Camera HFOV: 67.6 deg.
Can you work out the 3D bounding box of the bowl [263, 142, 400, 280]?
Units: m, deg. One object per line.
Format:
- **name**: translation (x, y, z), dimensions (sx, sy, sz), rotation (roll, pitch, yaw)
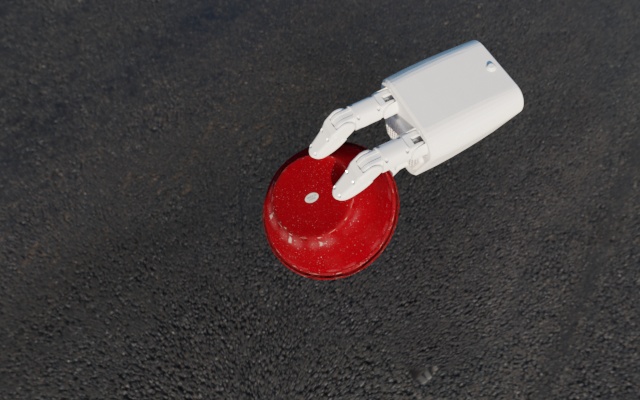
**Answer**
- **bowl**: translation (-0.001, 0.003, 0.515), dimensions (0.162, 0.162, 0.055), rotation (0, -15, 20)
